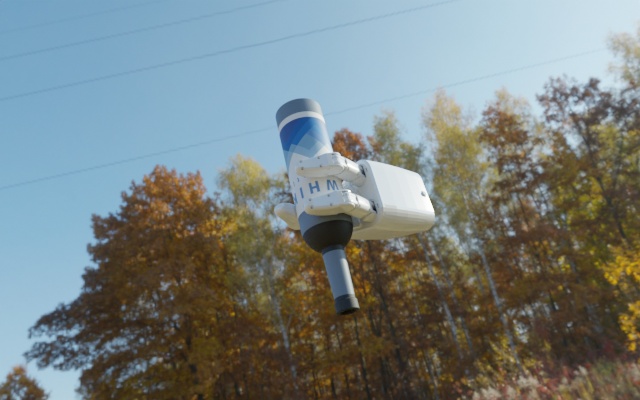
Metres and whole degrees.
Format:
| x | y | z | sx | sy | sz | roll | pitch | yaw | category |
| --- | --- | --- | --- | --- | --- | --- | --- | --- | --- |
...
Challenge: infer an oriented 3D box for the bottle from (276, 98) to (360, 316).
| x | y | z | sx | sy | sz | roll | pitch | yaw | category |
| --- | --- | --- | --- | --- | --- | --- | --- | --- | --- |
| 0.000 | 0.002 | 0.618 | 0.069 | 0.295 | 0.069 | -11 | -27 | -6 | bottle |
